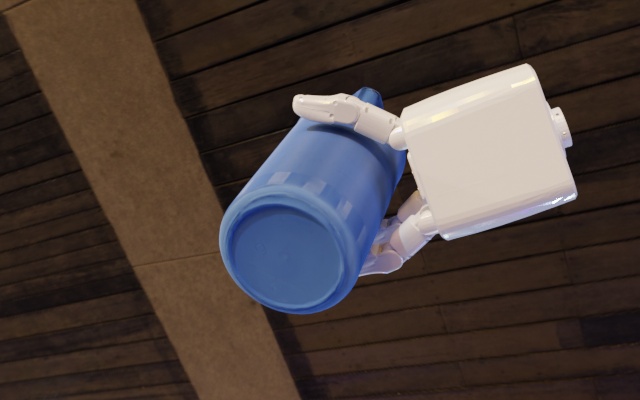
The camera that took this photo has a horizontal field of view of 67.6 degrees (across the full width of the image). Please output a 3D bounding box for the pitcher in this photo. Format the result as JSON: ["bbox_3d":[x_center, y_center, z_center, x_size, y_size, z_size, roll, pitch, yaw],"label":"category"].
[{"bbox_3d":[0.000,0.001,0.450,0.145,0.149,0.242,-17,19,22],"label":"pitcher"}]
